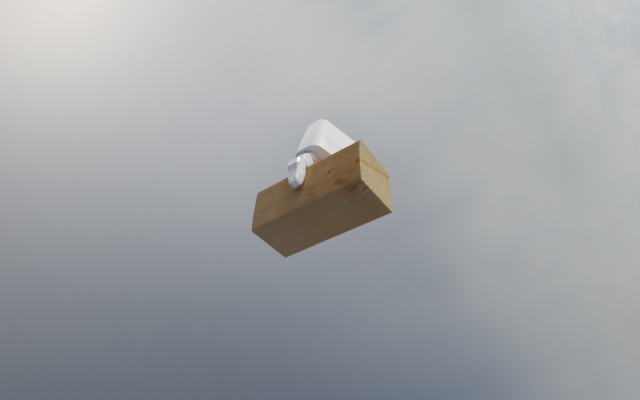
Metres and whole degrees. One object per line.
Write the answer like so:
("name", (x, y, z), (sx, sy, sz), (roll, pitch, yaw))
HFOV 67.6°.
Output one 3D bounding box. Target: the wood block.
("wood block", (0.000, 0.002, 0.762), (0.206, 0.090, 0.091), (-26, -50, 26))
